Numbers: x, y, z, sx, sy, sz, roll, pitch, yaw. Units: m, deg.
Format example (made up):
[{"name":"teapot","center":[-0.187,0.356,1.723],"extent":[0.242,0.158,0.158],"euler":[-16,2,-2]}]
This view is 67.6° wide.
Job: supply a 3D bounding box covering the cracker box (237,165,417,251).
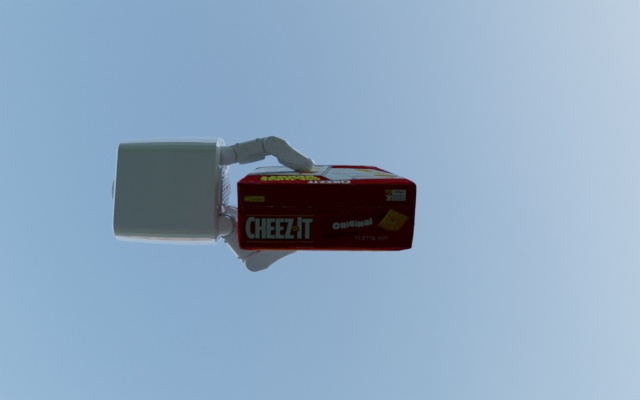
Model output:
[{"name":"cracker box","center":[0.000,0.002,0.535],"extent":[0.164,0.072,0.213],"euler":[0,8,-3]}]
